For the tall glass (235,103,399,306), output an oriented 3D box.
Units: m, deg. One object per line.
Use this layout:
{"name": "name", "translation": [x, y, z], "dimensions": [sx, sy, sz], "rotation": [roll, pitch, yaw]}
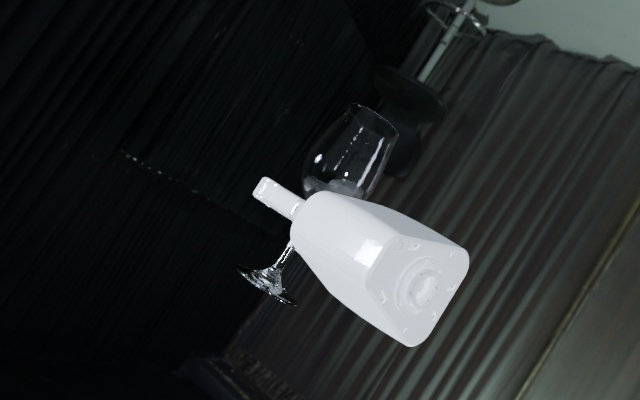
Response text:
{"name": "tall glass", "translation": [0.000, 0.002, 0.482], "dimensions": [0.079, 0.201, 0.079], "rotation": [33, -4, 2]}
